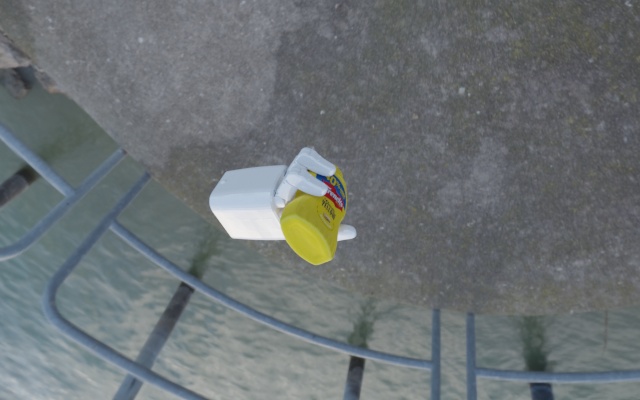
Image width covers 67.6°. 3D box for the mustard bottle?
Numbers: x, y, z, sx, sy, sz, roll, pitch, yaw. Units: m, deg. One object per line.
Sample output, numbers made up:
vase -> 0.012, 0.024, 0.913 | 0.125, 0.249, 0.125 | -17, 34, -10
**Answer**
mustard bottle -> 0.000, 0.002, 0.738 | 0.058, 0.096, 0.191 | -25, 26, 30
